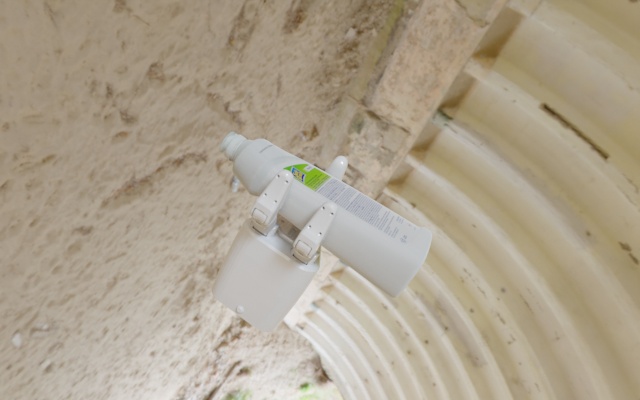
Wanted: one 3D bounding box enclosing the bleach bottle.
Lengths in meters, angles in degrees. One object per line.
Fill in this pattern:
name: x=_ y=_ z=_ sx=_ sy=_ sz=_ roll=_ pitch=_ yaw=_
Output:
bleach bottle: x=0.000 y=0.002 z=0.534 sx=0.251 sy=0.068 sz=0.102 roll=34 pitch=22 yaw=6
